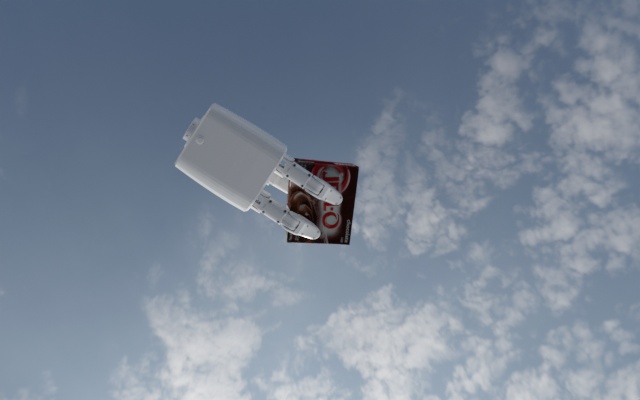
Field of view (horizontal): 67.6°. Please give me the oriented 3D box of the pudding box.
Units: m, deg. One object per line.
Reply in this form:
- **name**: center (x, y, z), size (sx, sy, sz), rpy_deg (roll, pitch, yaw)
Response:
- **pudding box**: center (0.000, 0.002, 0.654), size (0.090, 0.113, 0.039), rpy_deg (3, 13, -12)
